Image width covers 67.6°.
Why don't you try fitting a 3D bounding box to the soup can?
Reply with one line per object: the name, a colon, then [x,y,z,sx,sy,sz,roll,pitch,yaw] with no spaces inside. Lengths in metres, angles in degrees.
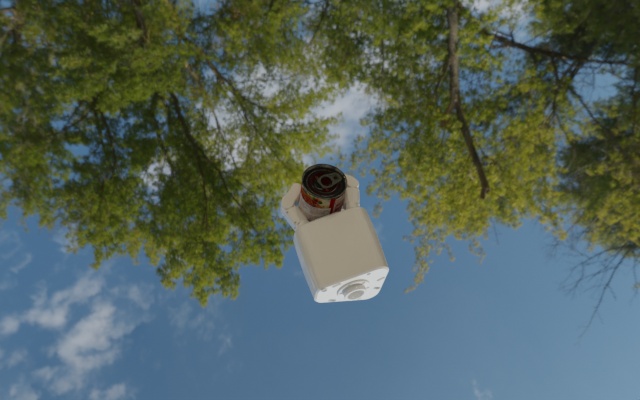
soup can: [0.000,0.002,0.736,0.068,0.068,0.102,0,-39,-9]
